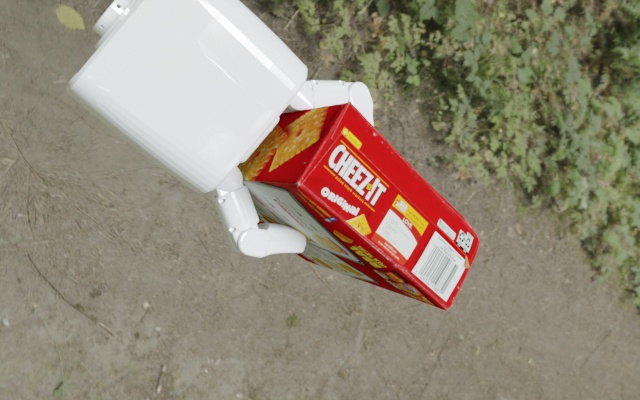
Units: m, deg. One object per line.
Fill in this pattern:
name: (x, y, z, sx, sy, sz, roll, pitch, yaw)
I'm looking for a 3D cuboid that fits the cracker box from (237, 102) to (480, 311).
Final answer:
cracker box: (0.000, 0.001, 0.405, 0.164, 0.072, 0.213, 40, -16, -29)
